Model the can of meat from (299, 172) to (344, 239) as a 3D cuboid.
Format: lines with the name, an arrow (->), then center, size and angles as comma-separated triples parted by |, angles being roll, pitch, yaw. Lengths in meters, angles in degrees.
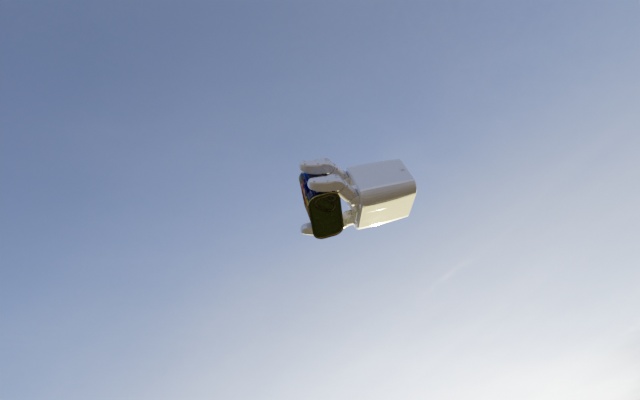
can of meat -> 0.000, 0.003, 0.851 | 0.057, 0.102, 0.084 | -15, 42, -6
